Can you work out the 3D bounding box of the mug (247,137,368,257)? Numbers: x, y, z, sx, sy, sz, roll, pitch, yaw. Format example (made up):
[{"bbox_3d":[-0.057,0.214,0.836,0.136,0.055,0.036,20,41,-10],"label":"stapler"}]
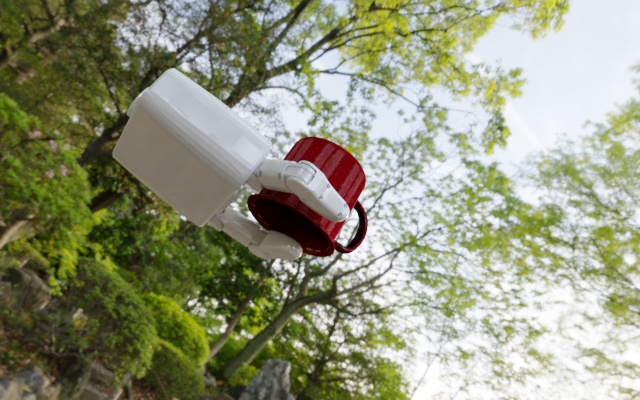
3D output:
[{"bbox_3d":[0.001,0.002,0.456,0.117,0.081,0.093,39,-26,-15],"label":"mug"}]
